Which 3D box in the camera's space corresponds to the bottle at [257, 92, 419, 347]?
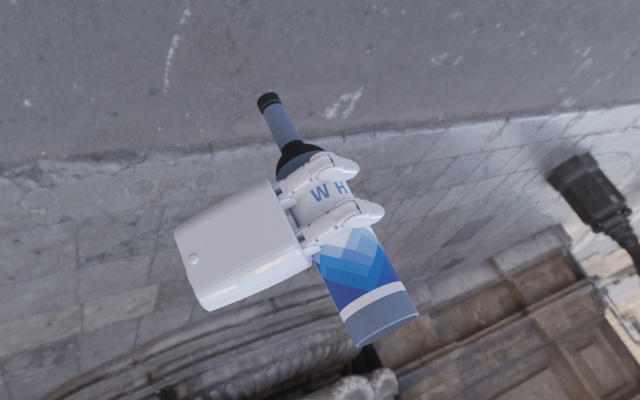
[{"bbox_3d":[0.000,0.002,0.502,0.069,0.295,0.069,-23,-24,-11],"label":"bottle"}]
